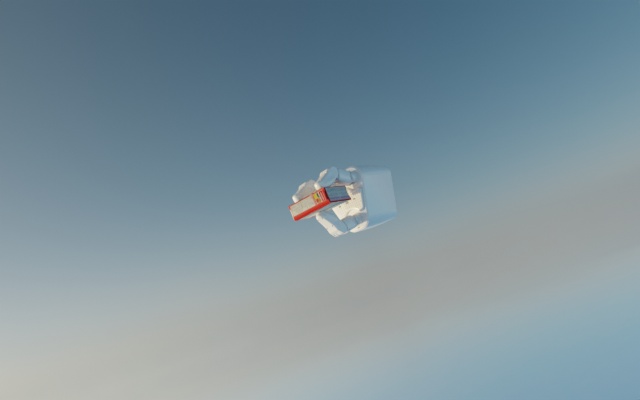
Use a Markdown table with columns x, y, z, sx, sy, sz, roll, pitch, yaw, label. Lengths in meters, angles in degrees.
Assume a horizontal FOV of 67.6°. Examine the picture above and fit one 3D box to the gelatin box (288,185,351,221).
| x | y | z | sx | sy | sz | roll | pitch | yaw | label |
| --- | --- | --- | --- | --- | --- | --- | --- | --- | --- |
| 0.000 | 0.003 | 0.794 | 0.073 | 0.030 | 0.089 | -27 | -8 | 25 | gelatin box |
